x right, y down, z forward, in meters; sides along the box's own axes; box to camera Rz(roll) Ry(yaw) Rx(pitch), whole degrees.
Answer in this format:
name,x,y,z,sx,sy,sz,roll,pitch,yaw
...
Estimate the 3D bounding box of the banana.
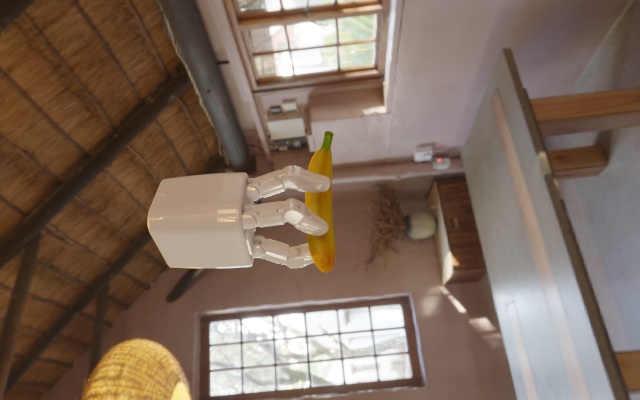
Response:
name,x,y,z,sx,sy,sz,roll,pitch,yaw
banana,-0.001,0.008,0.618,0.037,0.197,0.070,1,-29,-3
